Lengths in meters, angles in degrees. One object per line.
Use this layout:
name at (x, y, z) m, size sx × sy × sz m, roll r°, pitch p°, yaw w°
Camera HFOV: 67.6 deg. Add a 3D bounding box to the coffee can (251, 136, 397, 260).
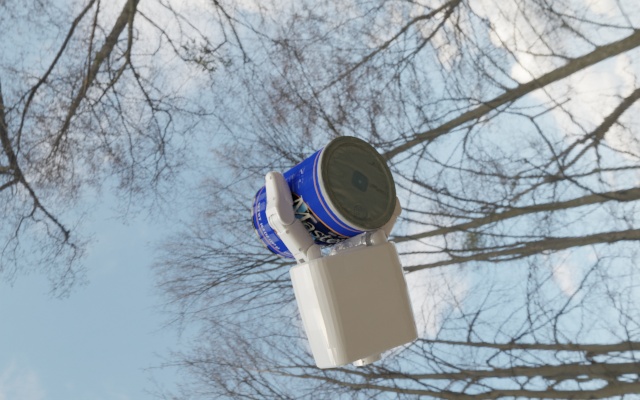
coffee can at (0.000, 0.002, 0.540) m, size 0.103 × 0.102 × 0.140 m, roll 0°, pitch -18°, yaw -39°
